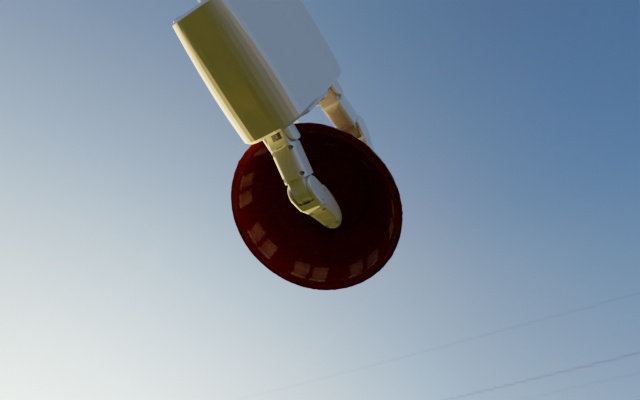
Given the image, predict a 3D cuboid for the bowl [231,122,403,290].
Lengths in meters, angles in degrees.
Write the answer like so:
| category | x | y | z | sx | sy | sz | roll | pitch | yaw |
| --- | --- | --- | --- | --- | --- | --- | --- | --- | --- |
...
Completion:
| category | x | y | z | sx | sy | sz | roll | pitch | yaw |
| --- | --- | --- | --- | --- | --- | --- | --- | --- | --- |
| bowl | 0.001 | 0.003 | 0.450 | 0.162 | 0.162 | 0.055 | 0 | 21 | 18 |
